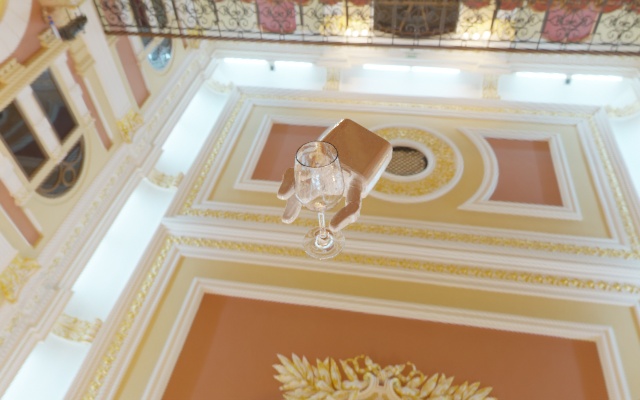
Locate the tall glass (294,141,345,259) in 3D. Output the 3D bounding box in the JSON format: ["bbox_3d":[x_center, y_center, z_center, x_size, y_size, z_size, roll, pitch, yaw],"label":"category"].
[{"bbox_3d":[0.000,0.003,0.757,0.079,0.079,0.201,0,-44,4],"label":"tall glass"}]
